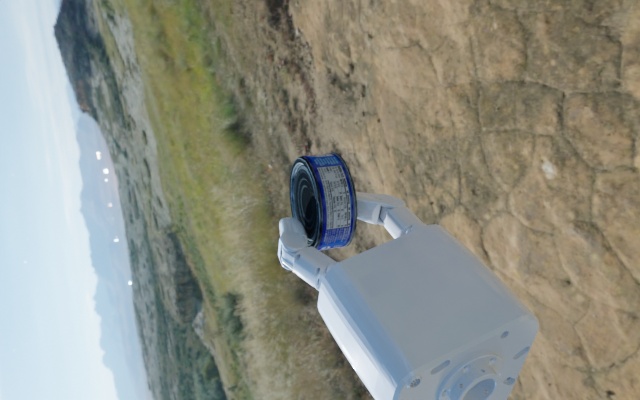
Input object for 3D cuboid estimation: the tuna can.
[{"bbox_3d":[-0.001,0.001,0.424,0.034,0.086,0.086,-7,2,-20],"label":"tuna can"}]
